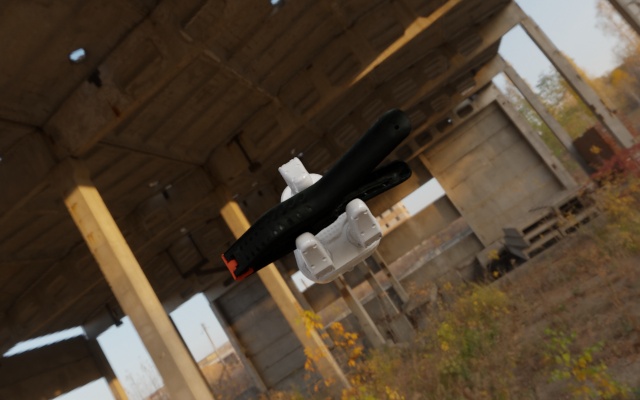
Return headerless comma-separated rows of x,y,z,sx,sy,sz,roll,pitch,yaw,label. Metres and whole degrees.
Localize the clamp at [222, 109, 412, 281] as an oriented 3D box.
-0.001,0.001,0.432,0.210,0.036,0.164,-33,-16,-4,clamp
